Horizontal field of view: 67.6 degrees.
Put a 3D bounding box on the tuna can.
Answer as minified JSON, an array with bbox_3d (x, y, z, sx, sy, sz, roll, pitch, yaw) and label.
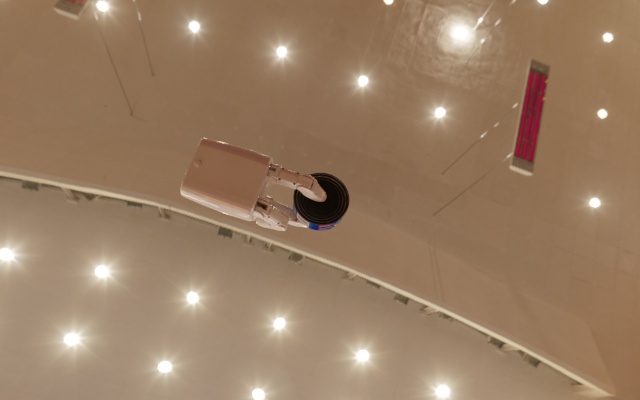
[{"bbox_3d":[0.000,0.003,0.738,0.086,0.086,0.034,0,-21,-5],"label":"tuna can"}]
